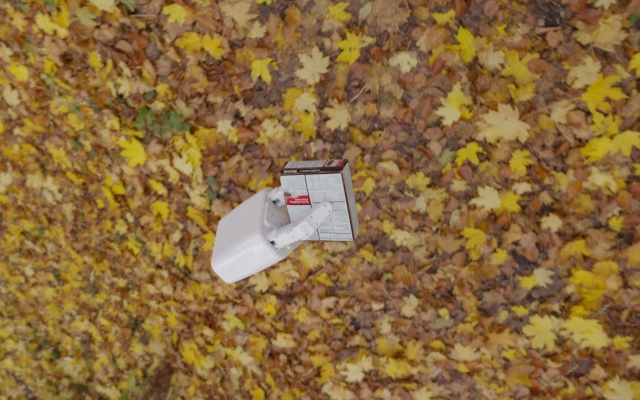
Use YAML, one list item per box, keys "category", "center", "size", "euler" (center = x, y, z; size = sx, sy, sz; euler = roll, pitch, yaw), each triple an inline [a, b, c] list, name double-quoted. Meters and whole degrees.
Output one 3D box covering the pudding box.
- category: "pudding box"
  center: [0.000, 0.002, 0.646]
  size: [0.090, 0.114, 0.039]
  euler: [-2, 32, 17]
